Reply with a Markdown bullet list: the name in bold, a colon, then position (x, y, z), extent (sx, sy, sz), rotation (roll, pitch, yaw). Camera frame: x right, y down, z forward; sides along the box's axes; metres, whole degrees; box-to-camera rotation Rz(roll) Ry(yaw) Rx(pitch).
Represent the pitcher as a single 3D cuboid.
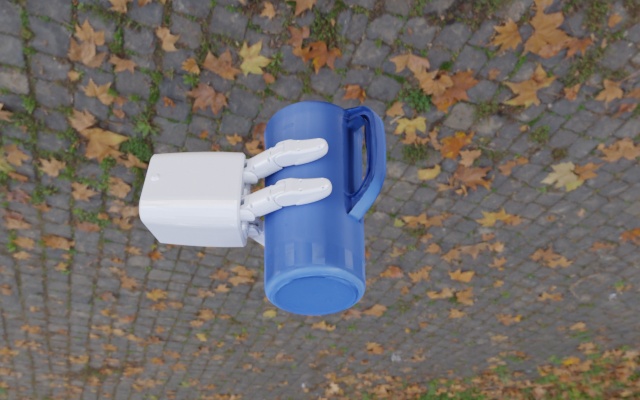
- **pitcher**: position (0.000, 0.002, 0.570), extent (0.145, 0.242, 0.149), rotation (2, -38, -4)
